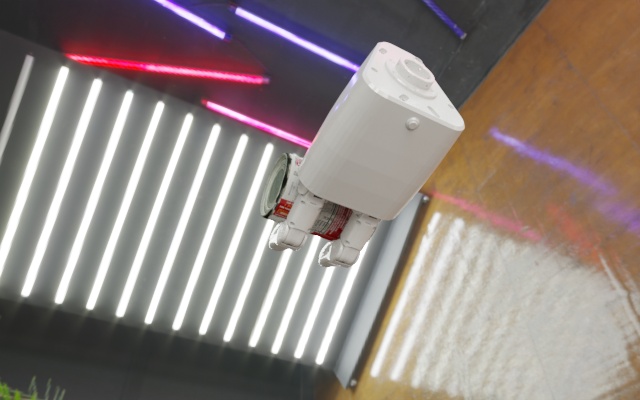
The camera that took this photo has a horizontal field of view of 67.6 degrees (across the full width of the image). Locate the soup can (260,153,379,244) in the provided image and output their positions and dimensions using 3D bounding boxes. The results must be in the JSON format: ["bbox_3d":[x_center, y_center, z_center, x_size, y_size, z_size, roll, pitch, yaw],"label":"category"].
[{"bbox_3d":[0.000,0.002,0.469,0.102,0.068,0.068,20,-7,-19],"label":"soup can"}]
